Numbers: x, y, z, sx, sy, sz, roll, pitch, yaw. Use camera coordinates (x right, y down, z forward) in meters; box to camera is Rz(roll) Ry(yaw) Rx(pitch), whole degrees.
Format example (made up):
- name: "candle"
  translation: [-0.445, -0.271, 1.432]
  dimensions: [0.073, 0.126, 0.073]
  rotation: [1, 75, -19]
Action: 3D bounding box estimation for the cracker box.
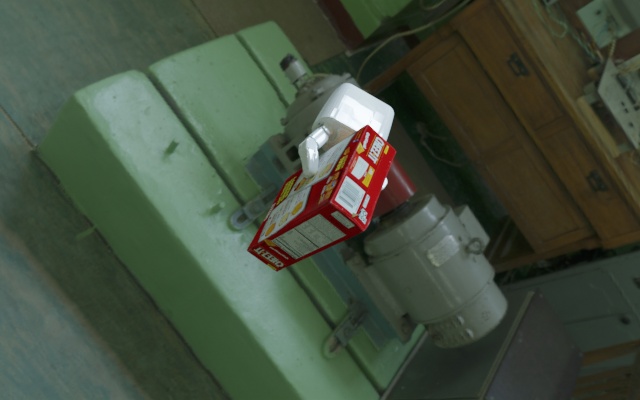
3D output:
- name: "cracker box"
  translation: [0.000, 0.002, 0.714]
  dimensions: [0.072, 0.164, 0.214]
  rotation: [40, -41, -17]
